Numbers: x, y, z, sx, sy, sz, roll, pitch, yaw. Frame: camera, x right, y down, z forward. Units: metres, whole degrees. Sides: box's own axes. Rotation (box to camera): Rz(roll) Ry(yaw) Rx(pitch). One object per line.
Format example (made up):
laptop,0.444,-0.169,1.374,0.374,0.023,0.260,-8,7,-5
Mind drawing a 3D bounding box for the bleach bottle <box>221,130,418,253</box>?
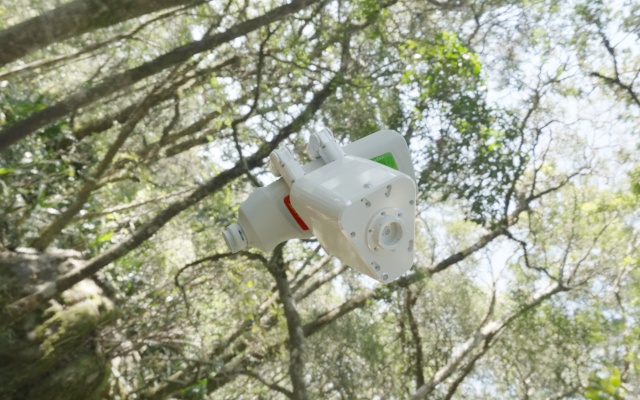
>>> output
bleach bottle,0.000,0.002,0.594,0.251,0.103,0.068,-27,25,-19
